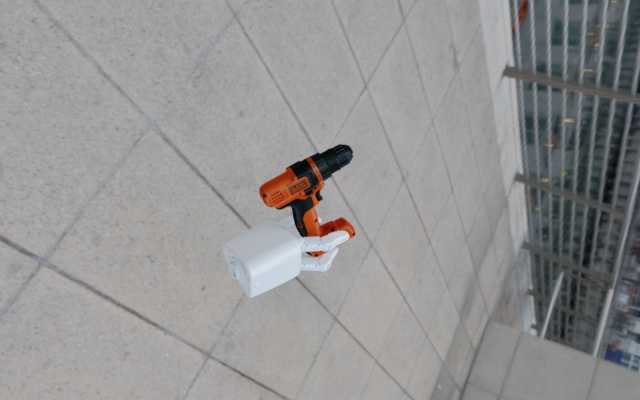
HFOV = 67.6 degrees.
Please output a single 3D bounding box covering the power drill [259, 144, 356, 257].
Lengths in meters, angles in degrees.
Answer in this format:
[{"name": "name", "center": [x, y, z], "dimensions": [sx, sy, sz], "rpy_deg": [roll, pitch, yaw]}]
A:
[{"name": "power drill", "center": [0.000, 0.003, 0.891], "dimensions": [0.184, 0.188, 0.057], "rpy_deg": [-28, 33, -4]}]
